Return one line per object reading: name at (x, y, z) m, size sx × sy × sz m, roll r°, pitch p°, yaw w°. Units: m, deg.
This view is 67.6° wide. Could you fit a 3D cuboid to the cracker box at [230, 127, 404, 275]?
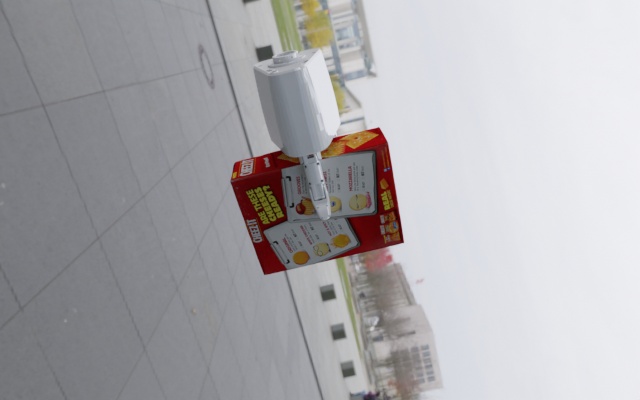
cracker box at (0.000, 0.002, 0.683) m, size 0.214 × 0.164 × 0.072 m, roll -13°, pitch 29°, yaw 3°
